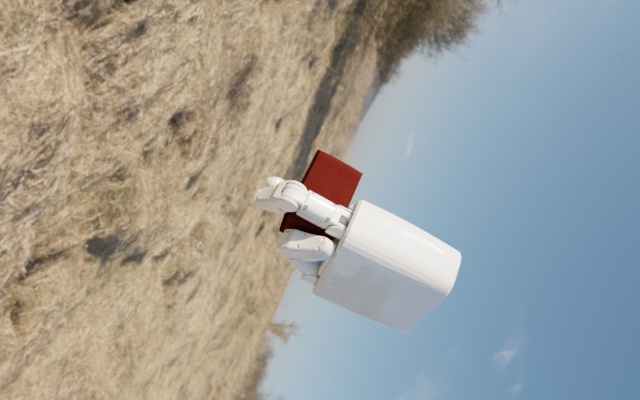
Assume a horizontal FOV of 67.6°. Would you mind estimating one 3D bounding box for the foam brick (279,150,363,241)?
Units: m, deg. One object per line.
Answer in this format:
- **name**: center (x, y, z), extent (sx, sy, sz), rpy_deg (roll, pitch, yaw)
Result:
- **foam brick**: center (0.000, 0.001, 0.473), extent (0.051, 0.078, 0.053), rpy_deg (26, -26, 0)
